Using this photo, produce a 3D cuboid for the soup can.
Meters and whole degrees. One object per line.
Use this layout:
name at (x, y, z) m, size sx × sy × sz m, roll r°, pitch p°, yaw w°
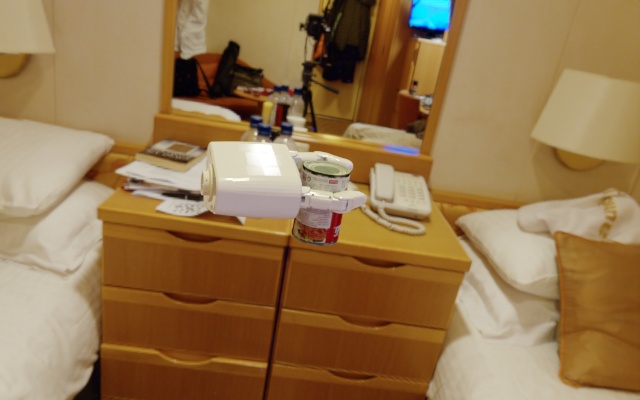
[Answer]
soup can at (0.001, 0.002, 0.659) m, size 0.068 × 0.102 × 0.068 m, roll 9°, pitch 20°, yaw -3°
